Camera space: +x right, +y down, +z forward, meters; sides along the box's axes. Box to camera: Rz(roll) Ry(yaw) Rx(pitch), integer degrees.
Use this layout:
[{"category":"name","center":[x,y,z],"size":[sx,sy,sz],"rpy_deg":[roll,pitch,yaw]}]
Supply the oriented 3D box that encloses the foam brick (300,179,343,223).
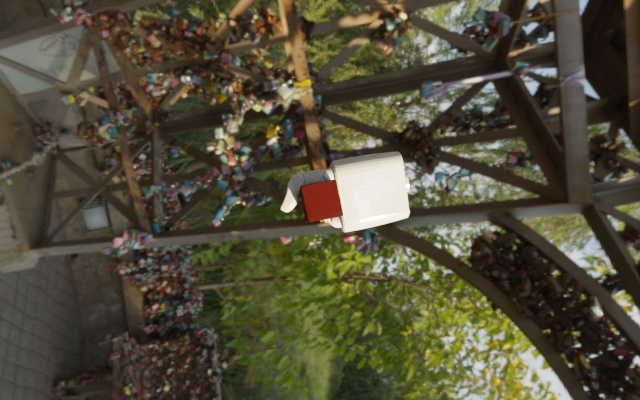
[{"category":"foam brick","center":[0.000,0.002,0.686],"size":[0.051,0.053,0.078],"rpy_deg":[-11,-2,-3]}]
